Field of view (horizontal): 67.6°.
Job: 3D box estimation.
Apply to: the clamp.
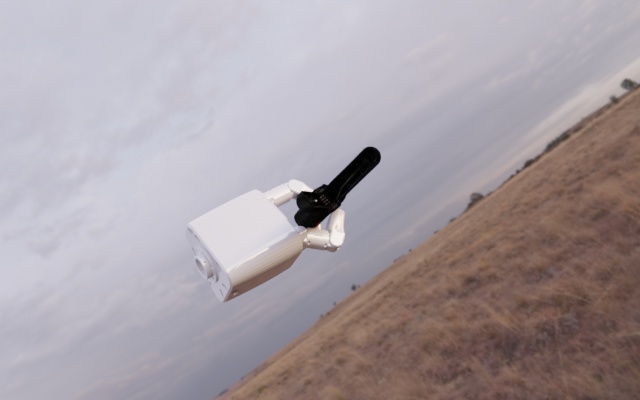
[{"bbox_3d":[0.000,0.001,0.598,0.120,0.039,0.171,-27,-15,-31],"label":"clamp"}]
